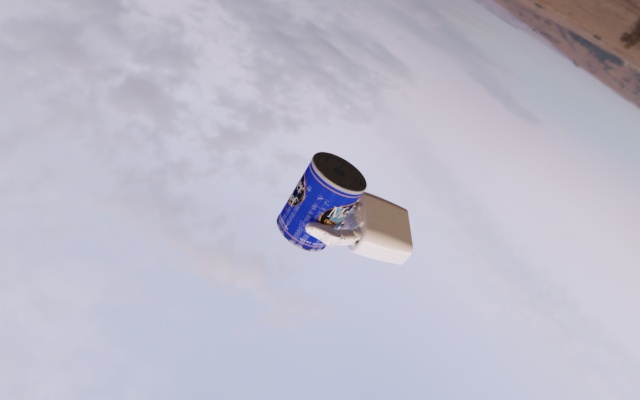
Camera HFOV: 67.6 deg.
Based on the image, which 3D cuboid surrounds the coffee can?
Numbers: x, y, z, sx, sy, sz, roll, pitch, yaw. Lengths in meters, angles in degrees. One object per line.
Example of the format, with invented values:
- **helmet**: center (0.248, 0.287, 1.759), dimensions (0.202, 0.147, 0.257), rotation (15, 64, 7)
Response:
- **coffee can**: center (0.000, 0.003, 0.819), dimensions (0.103, 0.140, 0.102), rotation (24, 30, -15)
